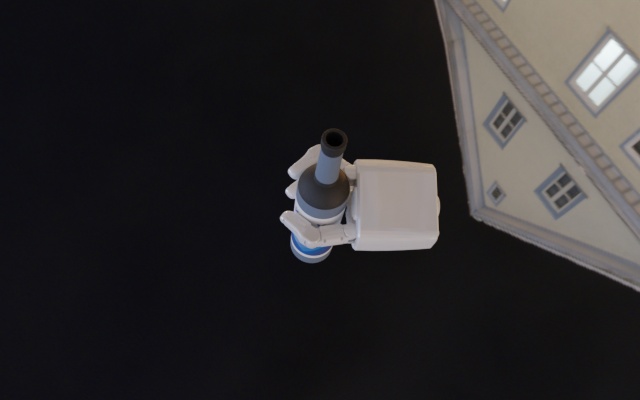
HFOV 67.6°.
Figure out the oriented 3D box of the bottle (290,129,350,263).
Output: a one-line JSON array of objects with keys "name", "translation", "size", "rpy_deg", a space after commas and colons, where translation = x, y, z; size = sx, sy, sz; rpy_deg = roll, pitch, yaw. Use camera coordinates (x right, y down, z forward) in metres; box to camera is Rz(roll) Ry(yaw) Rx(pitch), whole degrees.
[{"name": "bottle", "translation": [0.000, 0.002, 0.628], "size": [0.069, 0.069, 0.296], "rpy_deg": [0, -27, -6]}]
